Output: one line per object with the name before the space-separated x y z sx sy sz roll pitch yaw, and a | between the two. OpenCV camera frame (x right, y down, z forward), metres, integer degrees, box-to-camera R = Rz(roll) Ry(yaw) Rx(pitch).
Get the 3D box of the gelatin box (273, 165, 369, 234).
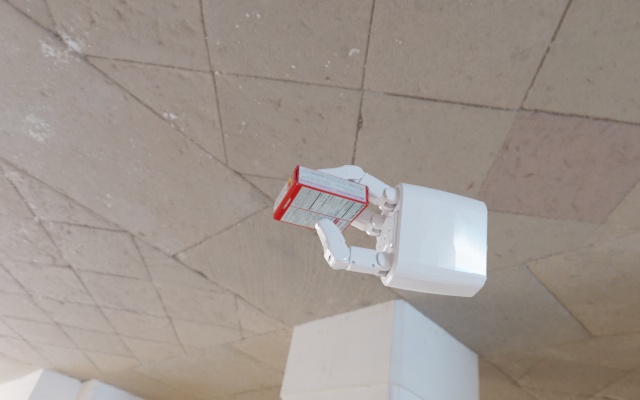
gelatin box | 0.000 0.002 0.541 0.089 0.030 0.073 15 -39 -19
